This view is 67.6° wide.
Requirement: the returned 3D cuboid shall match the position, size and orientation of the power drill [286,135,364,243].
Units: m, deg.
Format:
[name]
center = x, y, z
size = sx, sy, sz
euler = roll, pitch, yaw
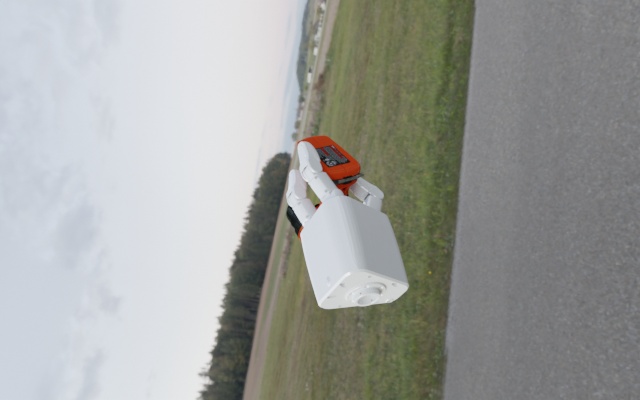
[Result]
[power drill]
center = 0.000, 0.002, 0.713
size = 0.057, 0.188, 0.184
euler = -19, 40, -25
